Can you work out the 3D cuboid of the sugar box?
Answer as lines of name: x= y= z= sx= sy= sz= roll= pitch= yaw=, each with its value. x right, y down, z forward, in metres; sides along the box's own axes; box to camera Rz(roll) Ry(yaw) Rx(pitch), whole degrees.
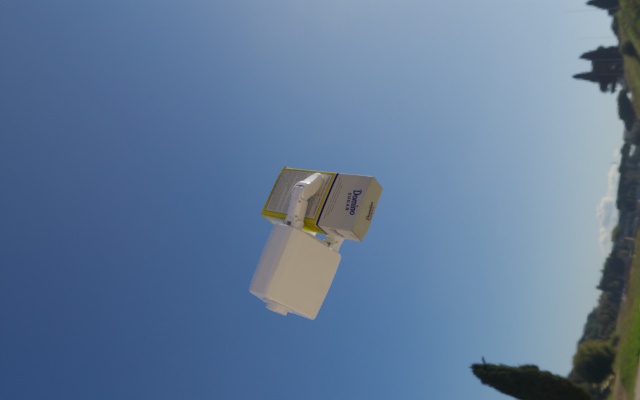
sugar box: x=0.000 y=0.003 z=0.740 sx=0.176 sy=0.093 sz=0.048 roll=11 pitch=-22 yaw=34
